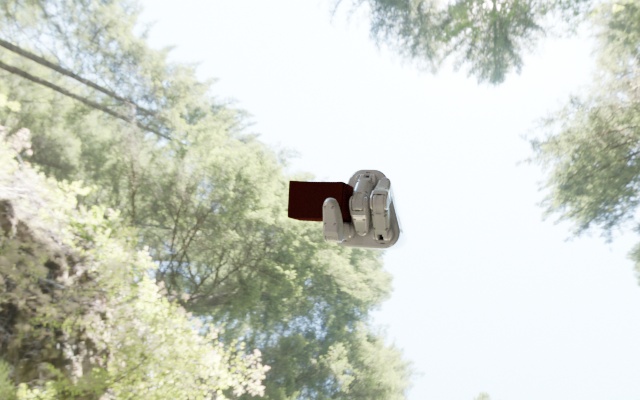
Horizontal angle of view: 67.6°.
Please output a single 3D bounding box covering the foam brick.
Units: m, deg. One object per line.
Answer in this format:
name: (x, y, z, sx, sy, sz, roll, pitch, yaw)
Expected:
foam brick: (0.000, 0.002, 0.654, 0.078, 0.053, 0.051, 2, -6, 19)
